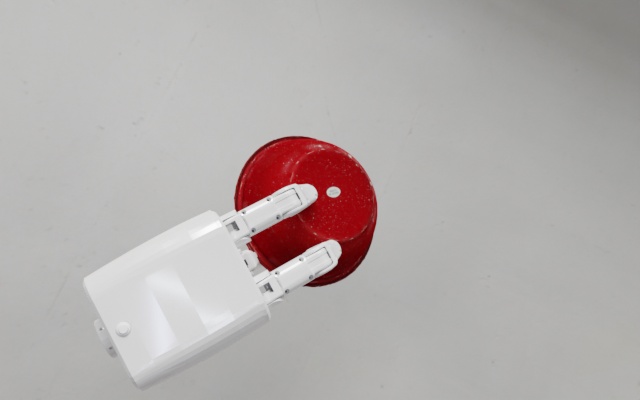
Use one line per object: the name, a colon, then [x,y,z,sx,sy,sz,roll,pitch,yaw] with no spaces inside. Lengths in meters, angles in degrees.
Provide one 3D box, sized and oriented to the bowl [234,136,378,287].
bowl: [0.001,0.001,0.474,0.162,0.162,0.055,0,-16,-29]
